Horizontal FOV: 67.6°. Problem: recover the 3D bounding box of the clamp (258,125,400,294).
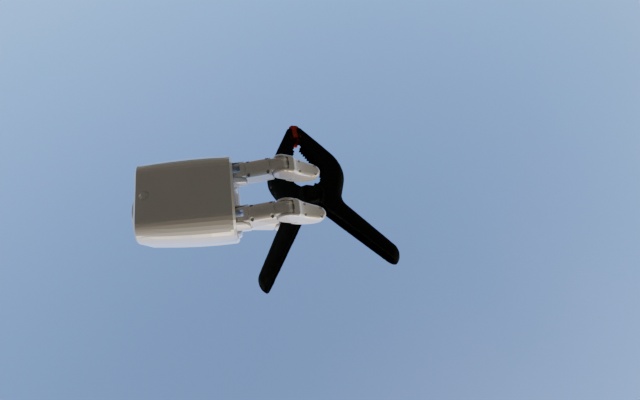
[{"bbox_3d":[0.000,0.002,0.578,0.164,0.210,0.036,-4,-26,-10],"label":"clamp"}]
